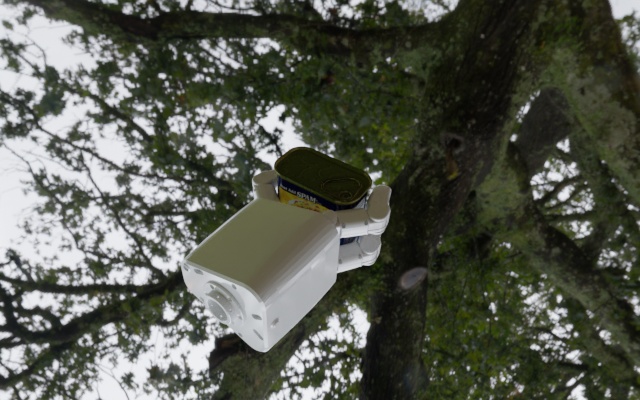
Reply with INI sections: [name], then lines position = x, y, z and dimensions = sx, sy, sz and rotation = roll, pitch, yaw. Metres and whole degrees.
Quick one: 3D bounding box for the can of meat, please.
[can of meat]
position = 0.000, 0.002, 0.518
dimensions = 0.102, 0.084, 0.057
rotation = 26, 46, 22
